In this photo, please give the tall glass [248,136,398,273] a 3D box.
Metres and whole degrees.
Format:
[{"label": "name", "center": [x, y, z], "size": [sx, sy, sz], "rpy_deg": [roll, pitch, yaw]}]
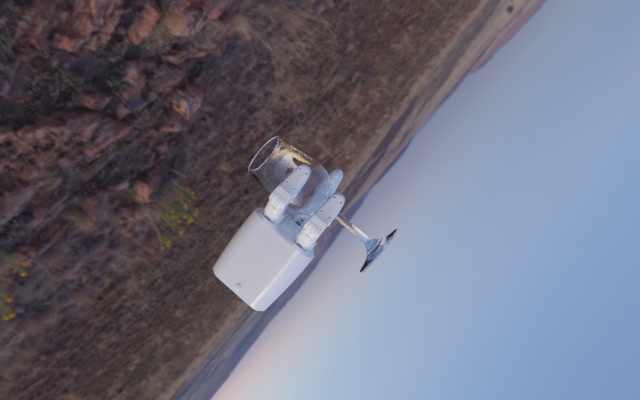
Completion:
[{"label": "tall glass", "center": [0.001, 0.002, 0.626], "size": [0.201, 0.079, 0.079], "rpy_deg": [41, 3, 4]}]
